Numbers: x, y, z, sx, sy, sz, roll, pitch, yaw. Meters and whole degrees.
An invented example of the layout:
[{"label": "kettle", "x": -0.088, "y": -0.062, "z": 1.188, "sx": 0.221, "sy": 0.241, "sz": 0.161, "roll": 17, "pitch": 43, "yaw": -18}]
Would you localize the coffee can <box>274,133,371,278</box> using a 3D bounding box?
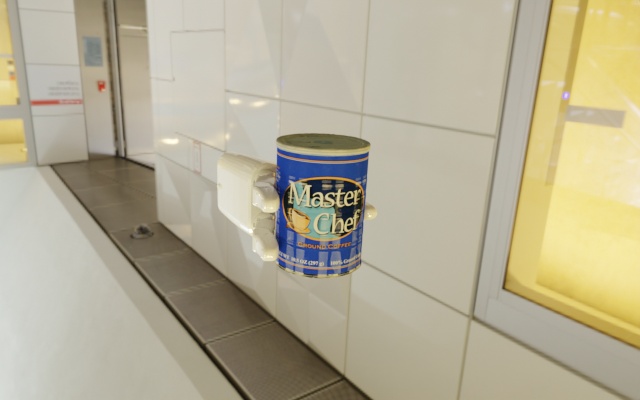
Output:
[{"label": "coffee can", "x": 0.000, "y": 0.002, "z": 0.536, "sx": 0.103, "sy": 0.140, "sz": 0.102, "roll": 2, "pitch": 17, "yaw": -1}]
